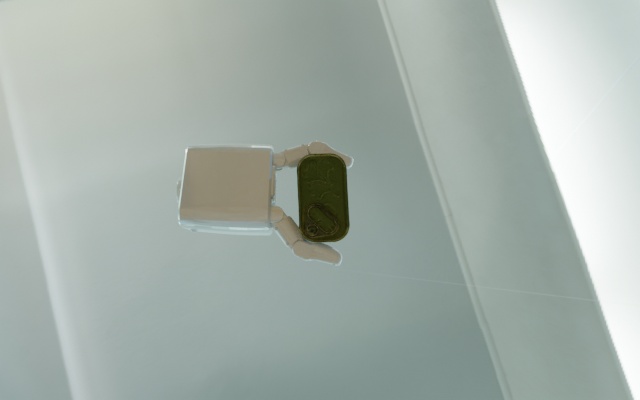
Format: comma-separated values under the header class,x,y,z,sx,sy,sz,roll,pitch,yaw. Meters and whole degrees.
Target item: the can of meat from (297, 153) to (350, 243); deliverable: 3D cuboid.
class,x,y,z,sx,sy,sz,roll,pitch,yaw
can of meat,0.000,0.002,0.580,0.057,0.102,0.084,-2,-7,-4
